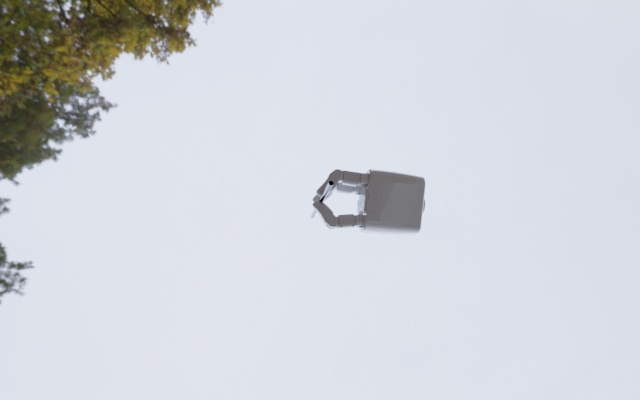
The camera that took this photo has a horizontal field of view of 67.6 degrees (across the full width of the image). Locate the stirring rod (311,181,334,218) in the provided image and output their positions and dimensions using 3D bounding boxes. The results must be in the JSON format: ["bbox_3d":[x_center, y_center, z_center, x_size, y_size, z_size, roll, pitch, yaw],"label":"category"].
[{"bbox_3d":[0.000,0.003,0.876,0.011,0.011,0.239,0,-15,-8],"label":"stirring rod"}]
